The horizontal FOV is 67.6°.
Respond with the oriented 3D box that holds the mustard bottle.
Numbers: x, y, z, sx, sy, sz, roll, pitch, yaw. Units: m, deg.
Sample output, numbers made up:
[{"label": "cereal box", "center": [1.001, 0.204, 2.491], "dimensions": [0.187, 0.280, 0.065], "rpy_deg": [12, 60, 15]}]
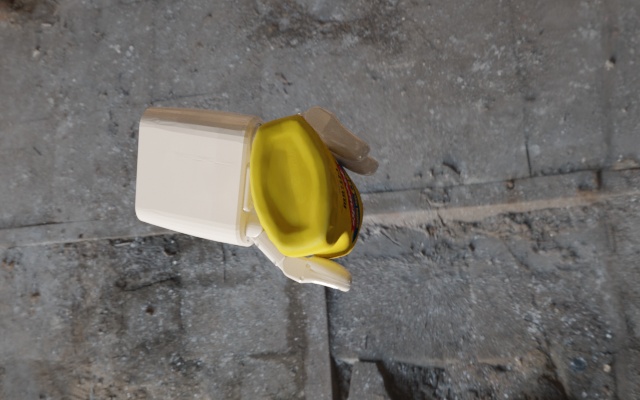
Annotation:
[{"label": "mustard bottle", "center": [0.000, 0.001, 0.407], "dimensions": [0.058, 0.096, 0.192], "rpy_deg": [-15, -11, 10]}]
